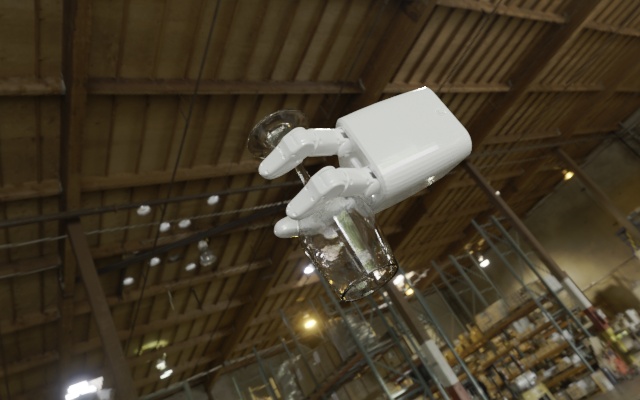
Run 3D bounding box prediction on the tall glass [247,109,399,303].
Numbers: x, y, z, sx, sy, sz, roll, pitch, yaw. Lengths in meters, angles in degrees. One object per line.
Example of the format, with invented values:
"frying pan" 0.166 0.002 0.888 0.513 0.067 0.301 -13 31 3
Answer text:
"tall glass" 0.000 0.001 0.485 0.079 0.201 0.079 -24 -28 -14
